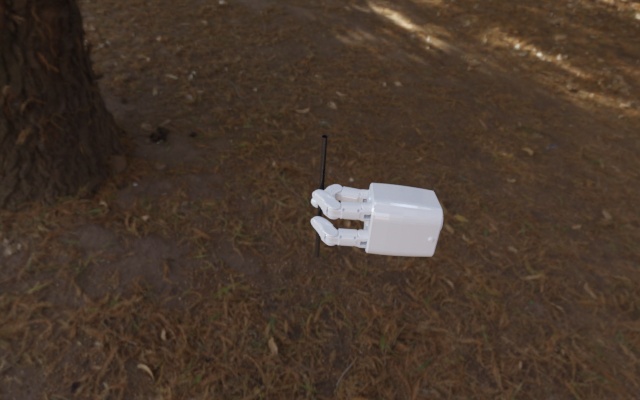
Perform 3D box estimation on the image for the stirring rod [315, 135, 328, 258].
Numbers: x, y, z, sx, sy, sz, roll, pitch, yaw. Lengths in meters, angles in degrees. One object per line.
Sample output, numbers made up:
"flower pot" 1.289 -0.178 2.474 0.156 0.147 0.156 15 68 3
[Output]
"stirring rod" 0.000 0.003 0.763 0.011 0.240 0.011 2 38 -2
